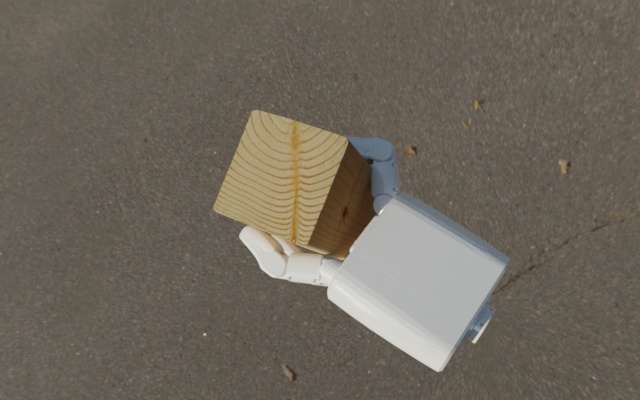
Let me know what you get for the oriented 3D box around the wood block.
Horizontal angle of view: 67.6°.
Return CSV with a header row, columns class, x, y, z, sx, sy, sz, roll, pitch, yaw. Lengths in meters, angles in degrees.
class,x,y,z,sx,sy,sz,roll,pitch,yaw
wood block,0.000,0.001,0.461,0.090,0.091,0.206,20,-5,21
